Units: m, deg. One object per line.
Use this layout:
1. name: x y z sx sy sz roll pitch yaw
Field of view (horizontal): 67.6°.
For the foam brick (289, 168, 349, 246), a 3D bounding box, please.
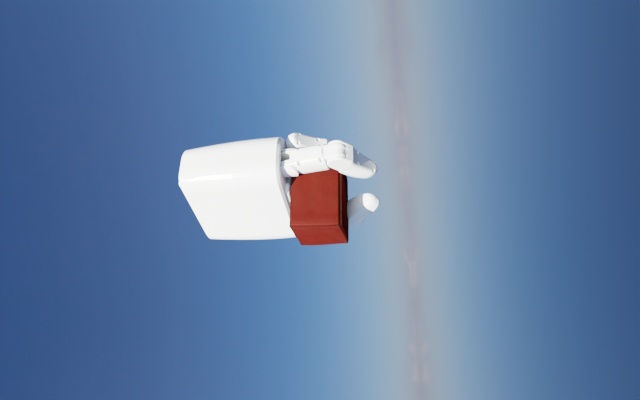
1. foam brick: 0.000 0.002 0.488 0.051 0.078 0.053 -4 -27 10
